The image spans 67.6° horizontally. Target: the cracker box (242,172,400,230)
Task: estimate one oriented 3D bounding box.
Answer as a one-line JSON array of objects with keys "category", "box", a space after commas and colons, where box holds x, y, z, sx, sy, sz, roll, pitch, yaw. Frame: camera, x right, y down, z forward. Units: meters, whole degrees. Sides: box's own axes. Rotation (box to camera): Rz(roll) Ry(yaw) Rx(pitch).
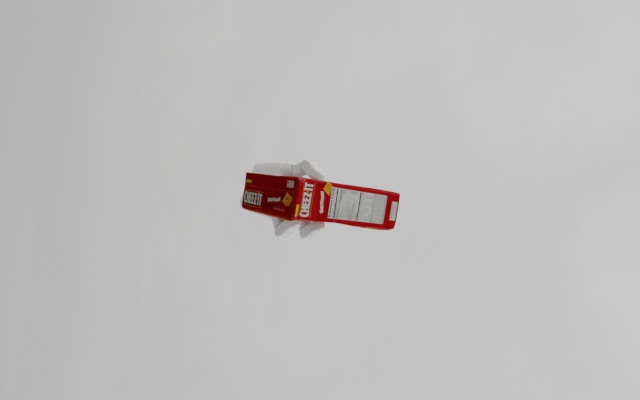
[{"category": "cracker box", "box": [0.000, 0.002, 0.810, 0.214, 0.072, 0.164, 7, 1, -37]}]
